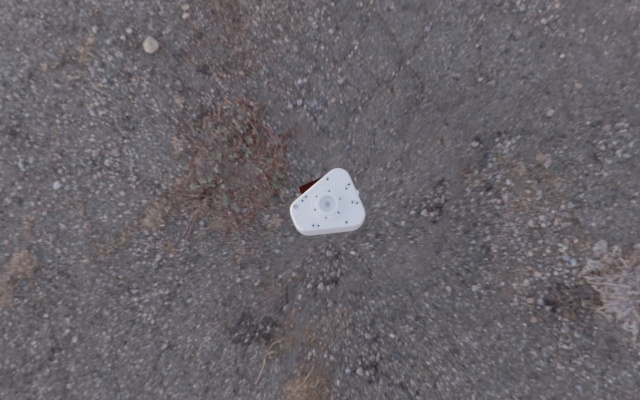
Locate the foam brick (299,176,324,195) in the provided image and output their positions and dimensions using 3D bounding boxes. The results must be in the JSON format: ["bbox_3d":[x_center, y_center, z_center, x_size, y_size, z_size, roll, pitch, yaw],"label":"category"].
[{"bbox_3d":[0.000,0.003,0.842,0.053,0.078,0.051,-23,-5,-3],"label":"foam brick"}]
